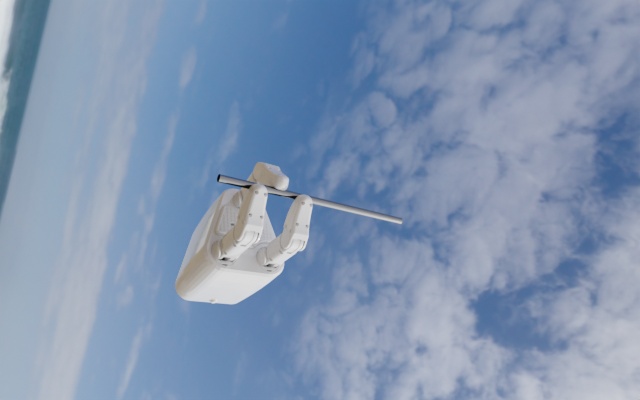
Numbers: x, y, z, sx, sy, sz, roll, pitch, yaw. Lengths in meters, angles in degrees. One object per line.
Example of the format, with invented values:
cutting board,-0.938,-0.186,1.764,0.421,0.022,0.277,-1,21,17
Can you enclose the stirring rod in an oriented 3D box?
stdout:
stirring rod,0.000,0.002,0.527,0.239,0.011,0.011,13,-7,-32
